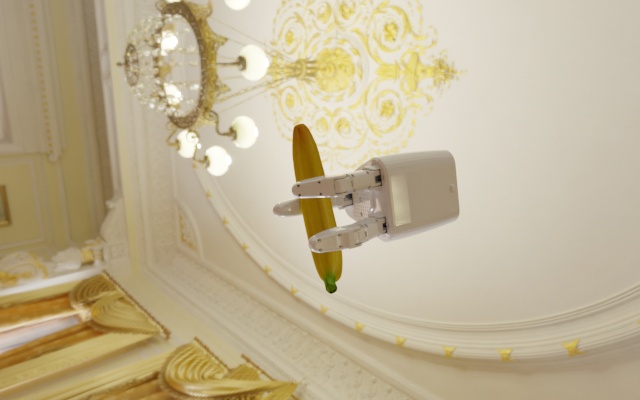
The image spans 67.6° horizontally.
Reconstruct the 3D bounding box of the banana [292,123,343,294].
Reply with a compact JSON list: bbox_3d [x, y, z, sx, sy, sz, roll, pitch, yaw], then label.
[{"bbox_3d":[-0.002,0.010,0.556,0.037,0.197,0.070,-10,-15,-11],"label":"banana"}]
